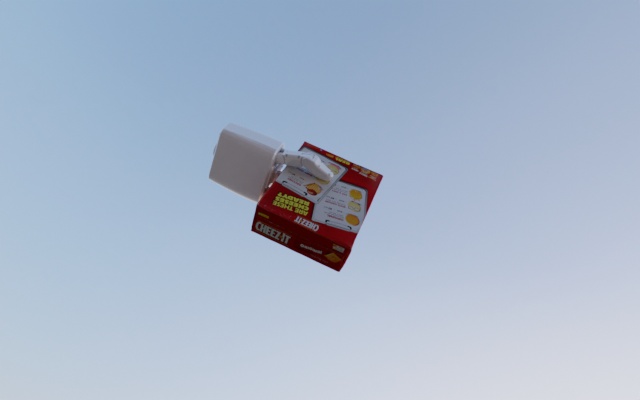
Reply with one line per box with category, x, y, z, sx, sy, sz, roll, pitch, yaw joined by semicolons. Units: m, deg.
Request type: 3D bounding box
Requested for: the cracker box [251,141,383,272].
cracker box;0.000;0.002;0.828;0.164;0.072;0.213;24;41;5
